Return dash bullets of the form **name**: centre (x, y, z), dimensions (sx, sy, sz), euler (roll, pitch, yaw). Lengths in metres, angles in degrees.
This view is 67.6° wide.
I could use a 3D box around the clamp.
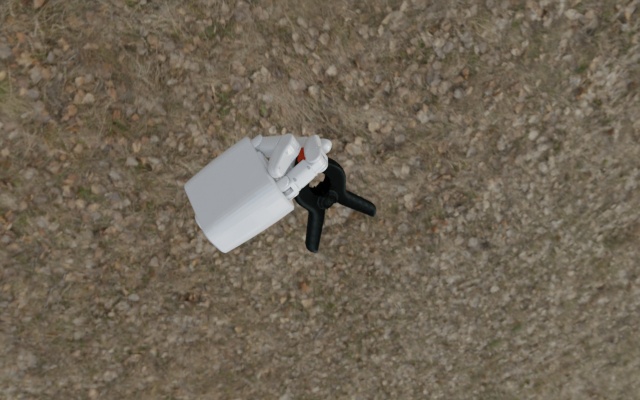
- **clamp**: centre (0.000, 0.002, 0.677), dimensions (0.171, 0.120, 0.039), euler (50, -4, -39)
